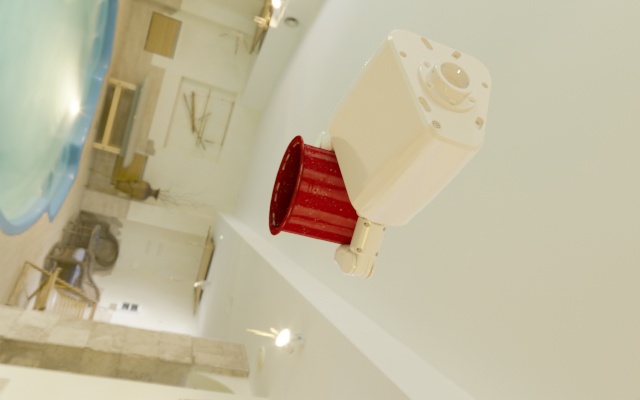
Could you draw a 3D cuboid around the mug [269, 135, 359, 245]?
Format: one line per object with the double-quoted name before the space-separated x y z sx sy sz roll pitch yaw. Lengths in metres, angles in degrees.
"mug" 0.000 0.002 0.452 0.081 0.093 0.117 14 -35 -17
